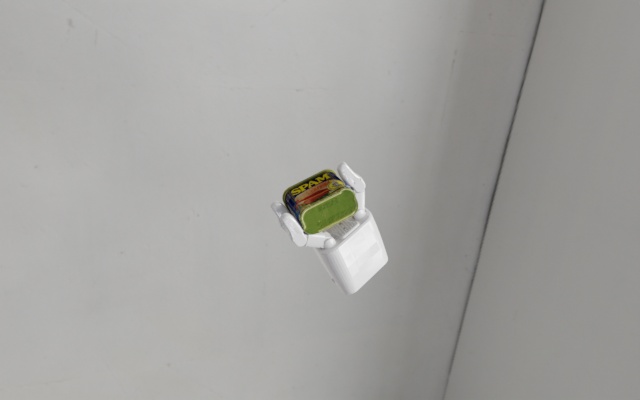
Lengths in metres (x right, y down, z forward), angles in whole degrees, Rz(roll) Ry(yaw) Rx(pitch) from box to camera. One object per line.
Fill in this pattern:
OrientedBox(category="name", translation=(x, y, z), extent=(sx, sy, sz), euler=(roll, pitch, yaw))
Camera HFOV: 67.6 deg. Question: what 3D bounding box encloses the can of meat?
OrientedBox(category="can of meat", translation=(0.000, 0.003, 0.767), extent=(0.102, 0.057, 0.084), euler=(-27, 31, -9))
